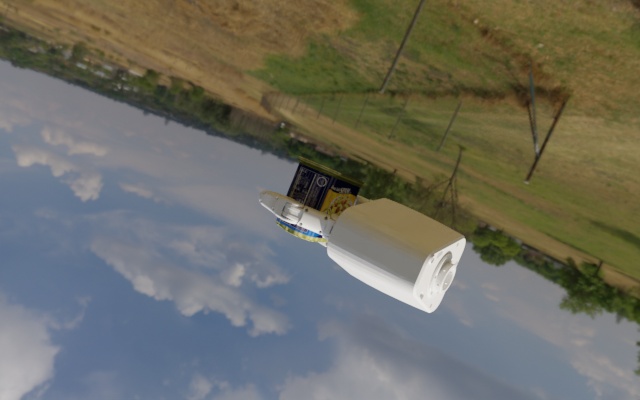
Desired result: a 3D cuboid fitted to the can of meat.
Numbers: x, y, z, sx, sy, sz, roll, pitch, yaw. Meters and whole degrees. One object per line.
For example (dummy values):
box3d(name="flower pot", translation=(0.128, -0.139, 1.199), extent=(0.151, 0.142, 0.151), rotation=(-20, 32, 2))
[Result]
box3d(name="can of meat", translation=(0.000, 0.002, 0.567), extent=(0.057, 0.084, 0.102), rotation=(24, 5, 28))
